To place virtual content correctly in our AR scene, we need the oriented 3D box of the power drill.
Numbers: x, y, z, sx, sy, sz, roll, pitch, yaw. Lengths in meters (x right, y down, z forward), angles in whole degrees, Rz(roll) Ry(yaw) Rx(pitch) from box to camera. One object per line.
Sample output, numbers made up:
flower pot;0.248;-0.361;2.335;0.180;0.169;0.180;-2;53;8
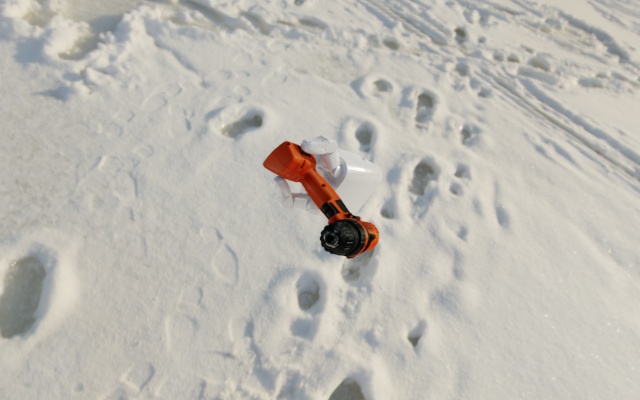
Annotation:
power drill;0.000;0.002;0.680;0.057;0.187;0.184;-41;-15;11
